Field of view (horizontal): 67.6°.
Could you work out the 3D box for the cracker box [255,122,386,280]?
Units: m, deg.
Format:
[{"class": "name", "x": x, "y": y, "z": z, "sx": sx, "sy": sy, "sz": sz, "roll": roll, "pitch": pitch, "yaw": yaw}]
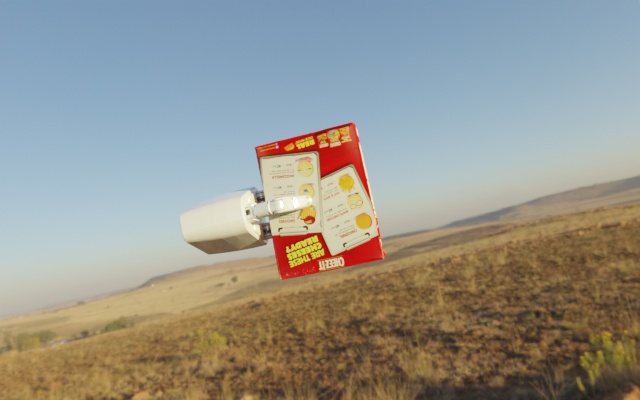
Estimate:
[{"class": "cracker box", "x": 0.000, "y": 0.002, "z": 0.754, "sx": 0.164, "sy": 0.213, "sz": 0.072, "roll": -13, "pitch": -6, "yaw": 10}]
